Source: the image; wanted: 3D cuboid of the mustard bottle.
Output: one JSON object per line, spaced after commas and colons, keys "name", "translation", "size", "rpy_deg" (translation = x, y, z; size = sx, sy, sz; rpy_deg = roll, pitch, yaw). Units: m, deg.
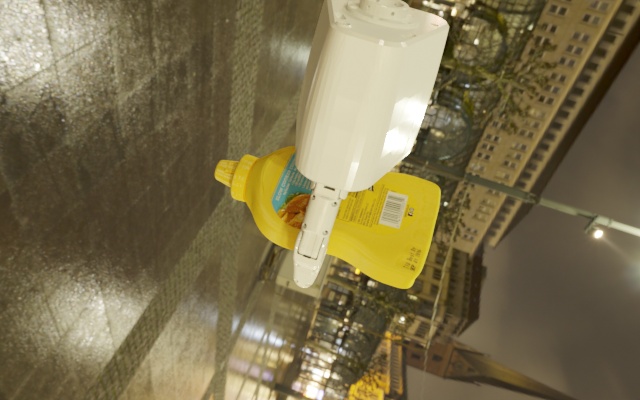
{"name": "mustard bottle", "translation": [0.000, 0.002, 0.412], "size": [0.191, 0.096, 0.058], "rpy_deg": [18, -30, 6]}
